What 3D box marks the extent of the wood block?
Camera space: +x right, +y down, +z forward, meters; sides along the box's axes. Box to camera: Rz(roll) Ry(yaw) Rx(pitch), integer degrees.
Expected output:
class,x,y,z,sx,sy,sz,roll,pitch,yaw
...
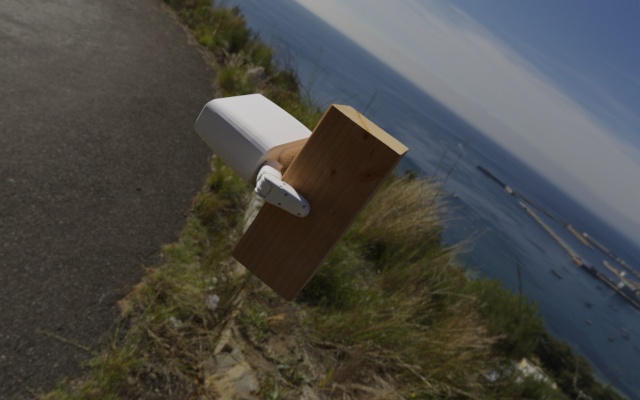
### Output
class,x,y,z,sx,sy,sz,roll,pitch,yaw
wood block,0.000,0.001,0.548,0.090,0.206,0.091,38,17,8
